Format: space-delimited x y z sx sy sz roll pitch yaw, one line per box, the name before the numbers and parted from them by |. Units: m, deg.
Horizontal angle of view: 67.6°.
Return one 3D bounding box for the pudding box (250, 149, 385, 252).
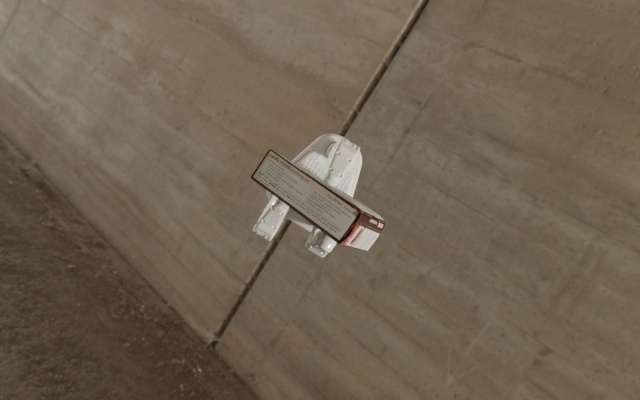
pudding box | 0.000 0.001 0.459 0.113 0.039 0.090 33 4 23
